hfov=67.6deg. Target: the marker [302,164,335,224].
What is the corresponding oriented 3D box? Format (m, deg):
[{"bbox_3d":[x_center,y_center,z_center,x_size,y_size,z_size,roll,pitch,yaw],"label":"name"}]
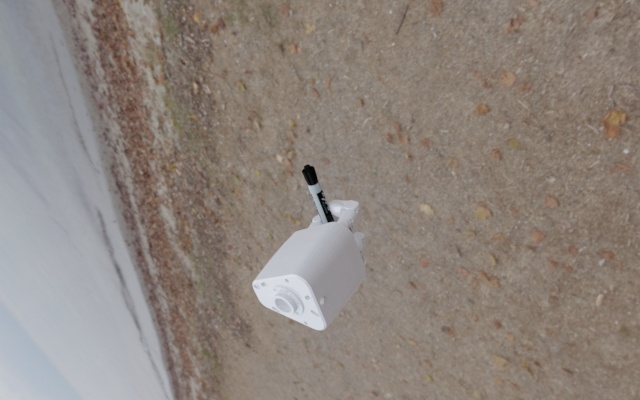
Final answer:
[{"bbox_3d":[0.000,0.002,0.692,0.020,0.121,0.020,-17,27,9],"label":"marker"}]
